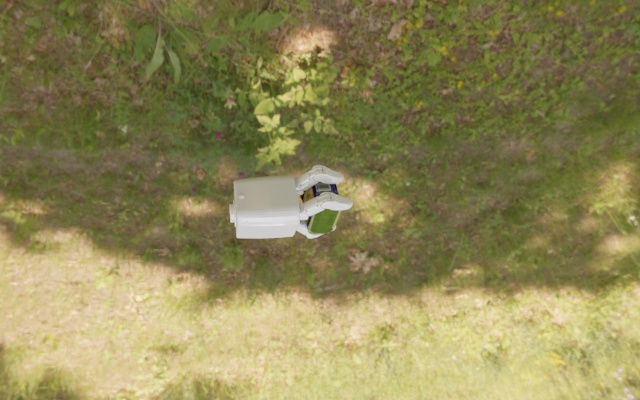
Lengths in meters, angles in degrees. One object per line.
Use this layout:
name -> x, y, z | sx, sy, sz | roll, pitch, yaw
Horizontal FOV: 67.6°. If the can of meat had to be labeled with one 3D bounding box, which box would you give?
can of meat -> 0.000, 0.003, 0.882 | 0.057, 0.084, 0.102 | -1, -36, -14
